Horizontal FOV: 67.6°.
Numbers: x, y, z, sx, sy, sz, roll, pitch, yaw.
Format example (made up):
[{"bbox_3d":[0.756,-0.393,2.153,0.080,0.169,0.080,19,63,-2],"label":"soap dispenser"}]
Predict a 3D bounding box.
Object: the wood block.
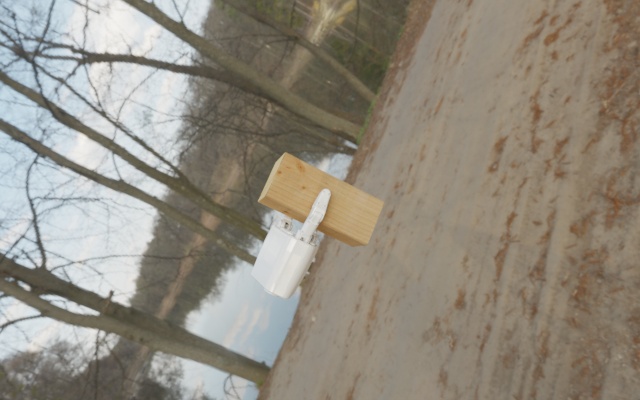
[{"bbox_3d":[0.000,0.003,0.893,0.206,0.090,0.091,26,-13,-12],"label":"wood block"}]
